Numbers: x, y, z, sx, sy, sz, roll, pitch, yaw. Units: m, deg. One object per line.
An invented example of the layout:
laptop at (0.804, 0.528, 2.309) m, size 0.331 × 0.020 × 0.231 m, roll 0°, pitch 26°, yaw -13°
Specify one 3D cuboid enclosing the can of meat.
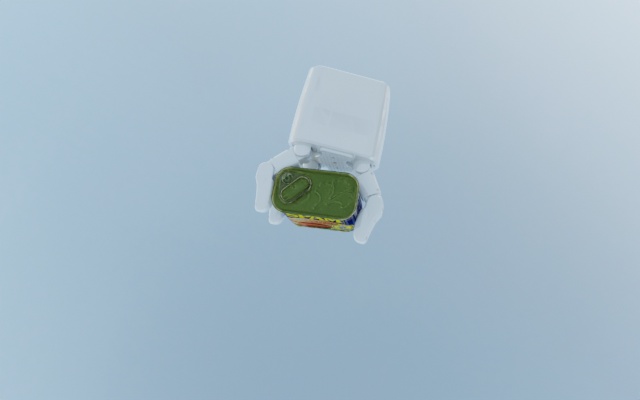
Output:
can of meat at (0.000, 0.002, 0.589) m, size 0.102 × 0.057 × 0.084 m, roll 7°, pitch -15°, yaw 12°
